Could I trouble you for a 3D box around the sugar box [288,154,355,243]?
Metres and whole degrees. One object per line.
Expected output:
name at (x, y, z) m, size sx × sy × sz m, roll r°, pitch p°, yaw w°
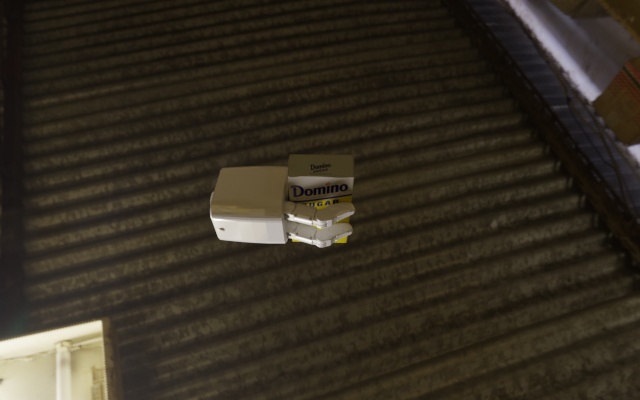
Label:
sugar box at (0.000, 0.003, 0.724) m, size 0.093 × 0.048 × 0.176 m, roll 0°, pitch -33°, yaw 0°
